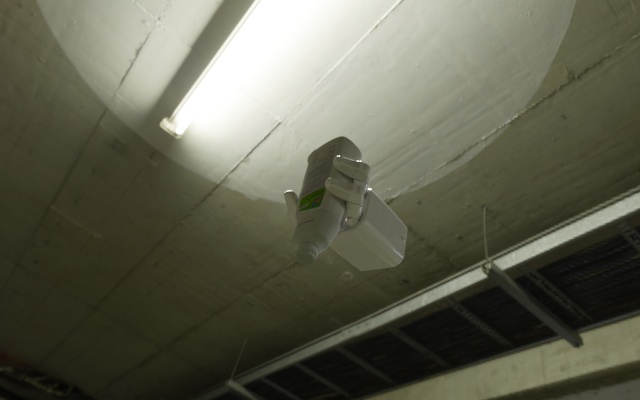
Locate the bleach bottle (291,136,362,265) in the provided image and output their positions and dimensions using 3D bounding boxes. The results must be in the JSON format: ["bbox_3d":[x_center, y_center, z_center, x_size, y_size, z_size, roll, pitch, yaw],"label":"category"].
[{"bbox_3d":[0.000,0.002,0.765,0.102,0.250,0.068,-30,-63,36],"label":"bleach bottle"}]
